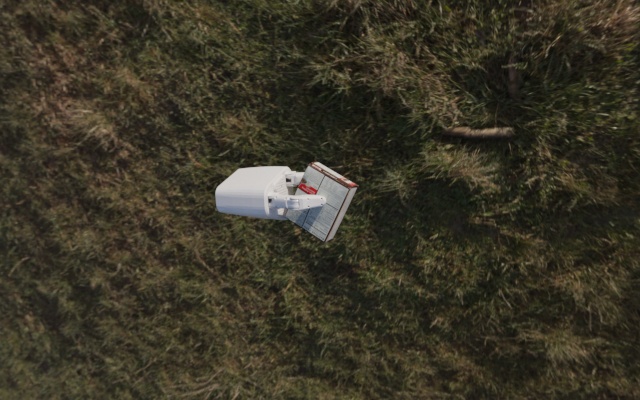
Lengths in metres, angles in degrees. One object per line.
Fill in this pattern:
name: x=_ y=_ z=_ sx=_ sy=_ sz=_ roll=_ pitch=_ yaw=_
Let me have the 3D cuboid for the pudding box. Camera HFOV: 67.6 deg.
pudding box: x=0.000 y=0.003 z=0.824 sx=0.090 sy=0.113 sz=0.039 roll=31 pitch=22 yaw=16
